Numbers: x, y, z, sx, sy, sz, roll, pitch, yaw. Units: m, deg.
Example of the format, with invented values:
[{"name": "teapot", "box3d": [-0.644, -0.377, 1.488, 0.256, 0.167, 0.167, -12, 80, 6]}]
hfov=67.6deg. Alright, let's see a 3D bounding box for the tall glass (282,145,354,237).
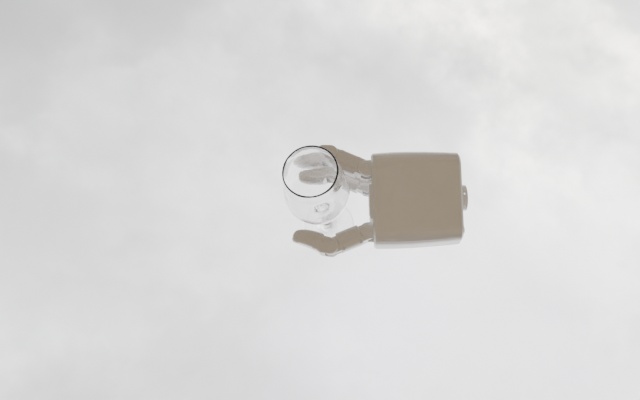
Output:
[{"name": "tall glass", "box3d": [0.000, 0.002, 0.602, 0.079, 0.079, 0.201, 0, -20, 7]}]
